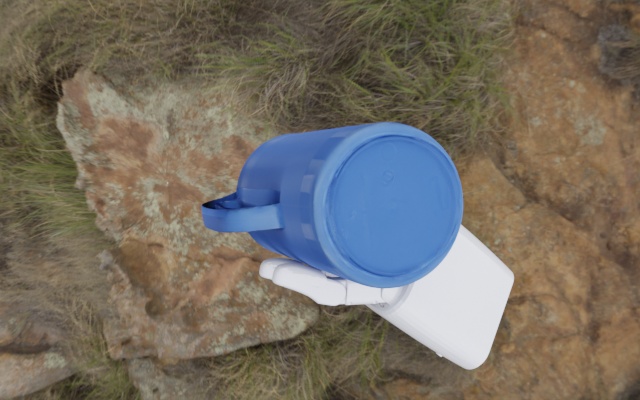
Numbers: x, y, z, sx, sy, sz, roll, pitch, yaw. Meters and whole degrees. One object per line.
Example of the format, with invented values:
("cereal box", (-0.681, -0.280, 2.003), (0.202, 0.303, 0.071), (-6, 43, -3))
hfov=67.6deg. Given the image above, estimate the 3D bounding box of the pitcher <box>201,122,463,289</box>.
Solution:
("pitcher", (0.000, 0.001, 0.410), (0.145, 0.149, 0.243), (38, -9, -16))
